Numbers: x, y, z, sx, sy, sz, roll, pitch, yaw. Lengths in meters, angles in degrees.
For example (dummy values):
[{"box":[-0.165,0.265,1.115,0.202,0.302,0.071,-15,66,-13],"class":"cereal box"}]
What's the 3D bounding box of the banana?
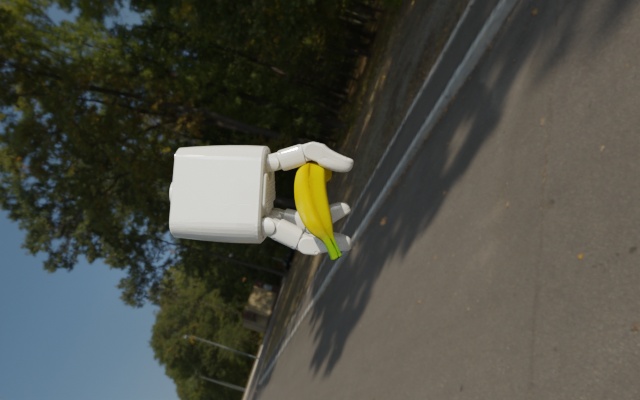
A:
[{"box":[-0.006,-0.012,0.563,0.037,0.070,0.197,-16,30,9],"class":"banana"}]
